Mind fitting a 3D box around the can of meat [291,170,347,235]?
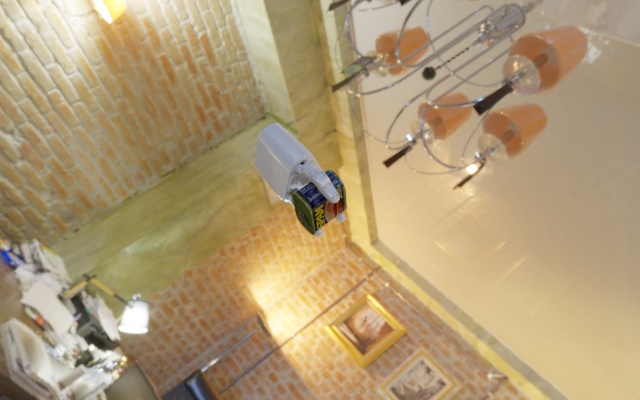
[{"bbox_3d":[0.000,0.003,0.877,0.084,0.057,0.102,-35,-30,-18],"label":"can of meat"}]
